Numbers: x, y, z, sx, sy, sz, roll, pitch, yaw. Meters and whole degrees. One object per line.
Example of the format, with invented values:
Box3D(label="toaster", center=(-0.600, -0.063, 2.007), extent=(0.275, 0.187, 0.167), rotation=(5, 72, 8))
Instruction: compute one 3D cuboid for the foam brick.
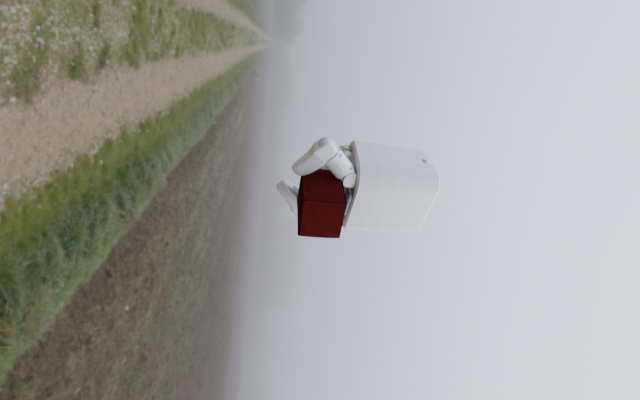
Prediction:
Box3D(label="foam brick", center=(0.000, 0.002, 0.583), extent=(0.051, 0.053, 0.078), rotation=(6, 34, -7))
